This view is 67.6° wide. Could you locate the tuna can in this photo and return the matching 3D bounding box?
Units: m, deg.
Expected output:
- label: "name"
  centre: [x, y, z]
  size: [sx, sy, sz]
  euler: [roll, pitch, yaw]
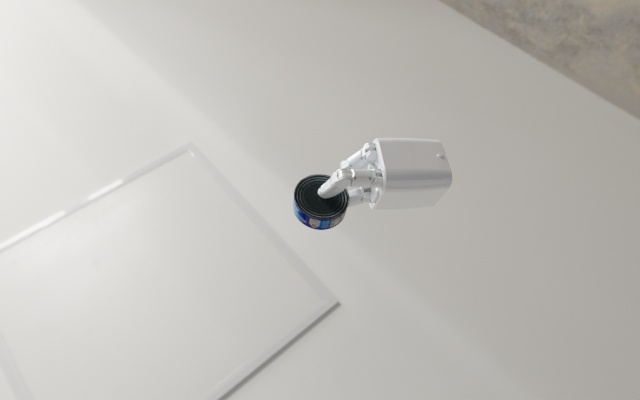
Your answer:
- label: "tuna can"
  centre: [0.000, 0.003, 0.738]
  size: [0.086, 0.086, 0.034]
  euler: [0, -36, -9]
